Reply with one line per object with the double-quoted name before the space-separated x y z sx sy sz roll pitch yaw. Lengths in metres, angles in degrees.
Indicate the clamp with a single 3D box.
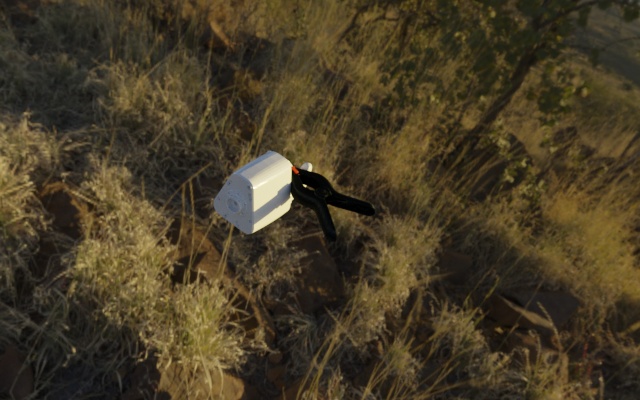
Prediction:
"clamp" 0.000 0.002 0.841 0.171 0.039 0.120 31 38 18
